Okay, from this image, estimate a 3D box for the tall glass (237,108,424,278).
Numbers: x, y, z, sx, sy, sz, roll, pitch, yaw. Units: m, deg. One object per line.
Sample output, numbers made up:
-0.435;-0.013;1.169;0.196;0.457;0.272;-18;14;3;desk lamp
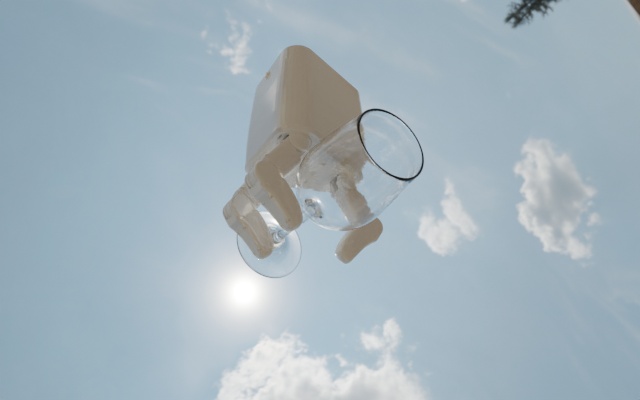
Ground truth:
0.000;0.002;0.421;0.079;0.079;0.201;0;-26;-36;tall glass
